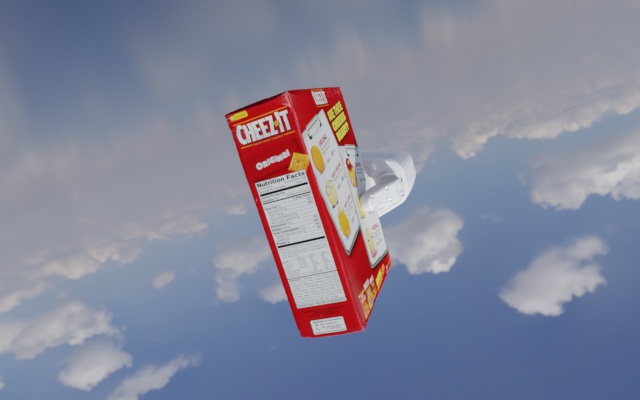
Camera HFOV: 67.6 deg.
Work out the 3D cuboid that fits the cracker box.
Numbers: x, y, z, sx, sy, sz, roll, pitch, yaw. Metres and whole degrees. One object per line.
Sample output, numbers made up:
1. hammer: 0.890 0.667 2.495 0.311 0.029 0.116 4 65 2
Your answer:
1. cracker box: 0.000 0.002 0.477 0.072 0.214 0.164 -15 9 20
